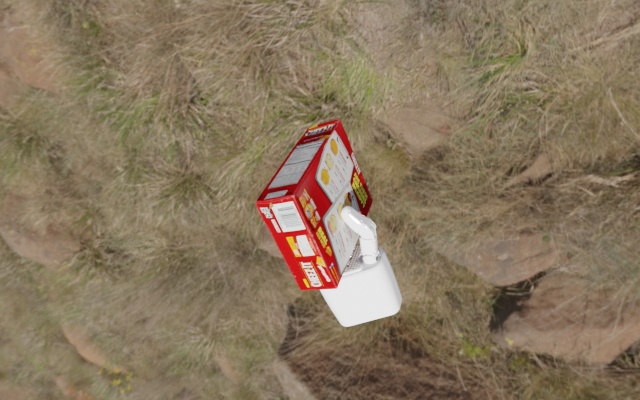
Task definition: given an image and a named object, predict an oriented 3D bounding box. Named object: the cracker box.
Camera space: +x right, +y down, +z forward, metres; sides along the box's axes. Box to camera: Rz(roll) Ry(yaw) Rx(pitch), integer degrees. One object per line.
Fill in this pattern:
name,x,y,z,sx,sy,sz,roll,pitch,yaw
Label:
cracker box,0.000,0.002,0.721,0.072,0.164,0.213,-8,32,27
